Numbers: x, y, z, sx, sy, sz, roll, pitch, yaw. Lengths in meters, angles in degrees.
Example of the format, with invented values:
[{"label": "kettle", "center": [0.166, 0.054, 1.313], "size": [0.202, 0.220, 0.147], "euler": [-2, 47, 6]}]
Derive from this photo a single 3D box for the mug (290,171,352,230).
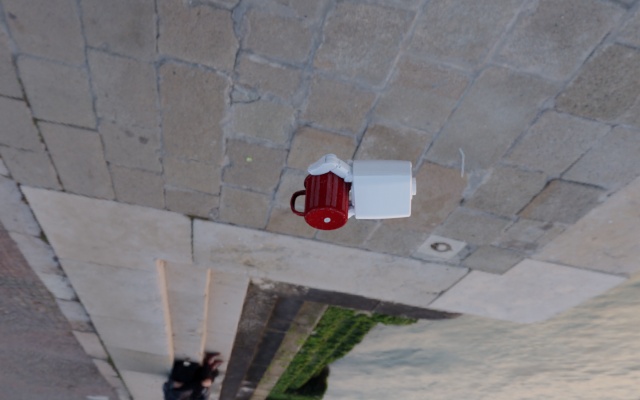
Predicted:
[{"label": "mug", "center": [-0.001, 0.003, 0.893], "size": [0.117, 0.081, 0.093], "euler": [-2, -34, 9]}]
